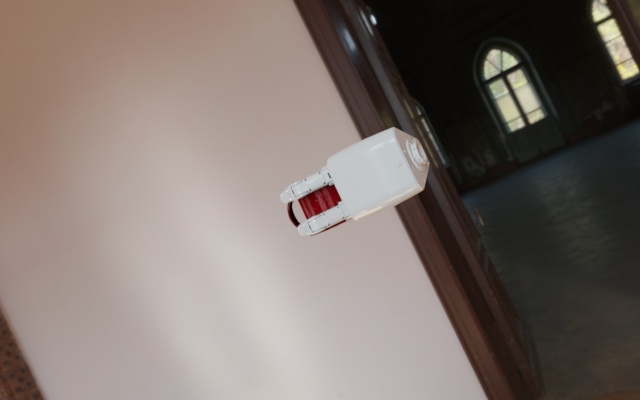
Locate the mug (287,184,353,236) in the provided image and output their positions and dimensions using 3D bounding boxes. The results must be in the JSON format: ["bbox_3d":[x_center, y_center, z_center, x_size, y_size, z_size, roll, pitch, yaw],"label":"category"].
[{"bbox_3d":[-0.001,0.003,0.729,0.117,0.081,0.093,-25,0,27],"label":"mug"}]
